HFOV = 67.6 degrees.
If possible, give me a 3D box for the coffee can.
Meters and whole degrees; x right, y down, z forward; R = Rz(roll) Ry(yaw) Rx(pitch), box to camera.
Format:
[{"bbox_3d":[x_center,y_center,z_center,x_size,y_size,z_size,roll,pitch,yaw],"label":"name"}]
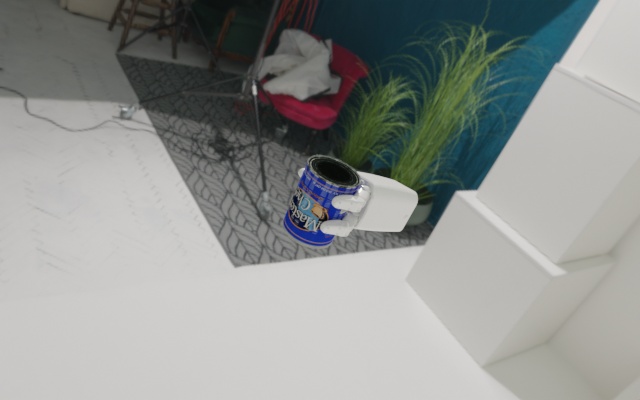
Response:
[{"bbox_3d":[0.000,0.003,0.873,0.103,0.140,0.102,18,30,-11],"label":"coffee can"}]
